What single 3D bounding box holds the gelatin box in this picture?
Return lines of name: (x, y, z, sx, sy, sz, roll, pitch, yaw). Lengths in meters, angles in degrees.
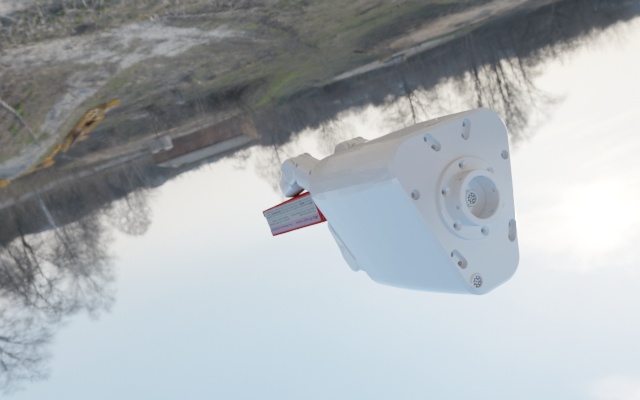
gelatin box: (0.000, 0.002, 0.439, 0.073, 0.030, 0.089, -24, 2, -37)
